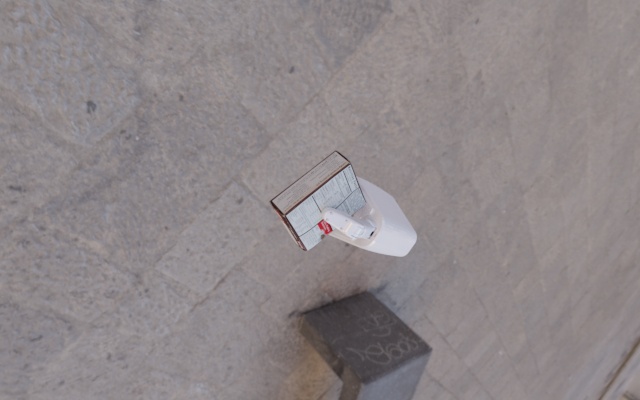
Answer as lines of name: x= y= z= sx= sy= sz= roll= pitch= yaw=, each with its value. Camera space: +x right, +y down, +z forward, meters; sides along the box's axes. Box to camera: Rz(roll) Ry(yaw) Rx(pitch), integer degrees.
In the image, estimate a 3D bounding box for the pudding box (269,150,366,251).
pudding box: x=0.000 y=0.002 z=0.628 sx=0.039 sy=0.113 sz=0.090 roll=41 pitch=-15 yaw=40
